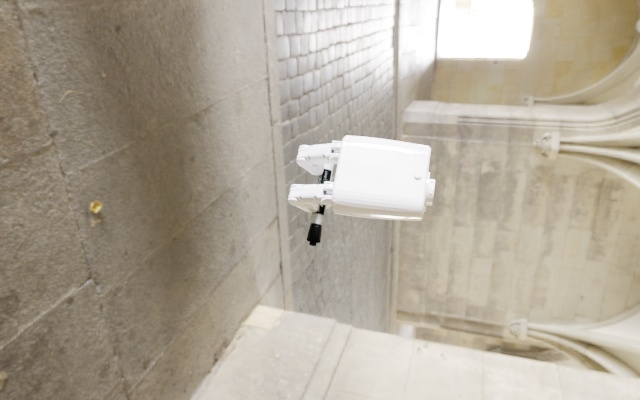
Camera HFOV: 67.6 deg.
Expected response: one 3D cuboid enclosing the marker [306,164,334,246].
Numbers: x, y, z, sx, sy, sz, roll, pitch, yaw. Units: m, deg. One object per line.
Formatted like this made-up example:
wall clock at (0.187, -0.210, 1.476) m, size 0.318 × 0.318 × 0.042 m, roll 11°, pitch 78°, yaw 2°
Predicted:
marker at (0.000, 0.002, 0.646) m, size 0.020 × 0.121 × 0.020 m, roll 10°, pitch -16°, yaw 3°
